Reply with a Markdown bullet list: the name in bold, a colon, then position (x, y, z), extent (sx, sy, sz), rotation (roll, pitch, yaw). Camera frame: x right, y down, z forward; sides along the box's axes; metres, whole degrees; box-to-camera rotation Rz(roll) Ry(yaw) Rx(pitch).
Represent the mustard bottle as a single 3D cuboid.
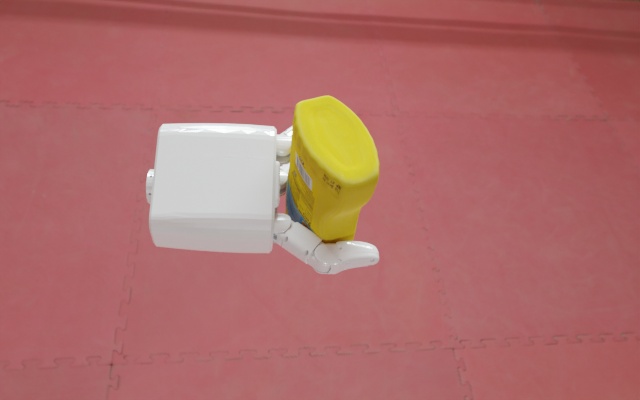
- **mustard bottle**: position (0.000, 0.001, 0.452), extent (0.058, 0.096, 0.192), rotation (-19, -29, -21)
